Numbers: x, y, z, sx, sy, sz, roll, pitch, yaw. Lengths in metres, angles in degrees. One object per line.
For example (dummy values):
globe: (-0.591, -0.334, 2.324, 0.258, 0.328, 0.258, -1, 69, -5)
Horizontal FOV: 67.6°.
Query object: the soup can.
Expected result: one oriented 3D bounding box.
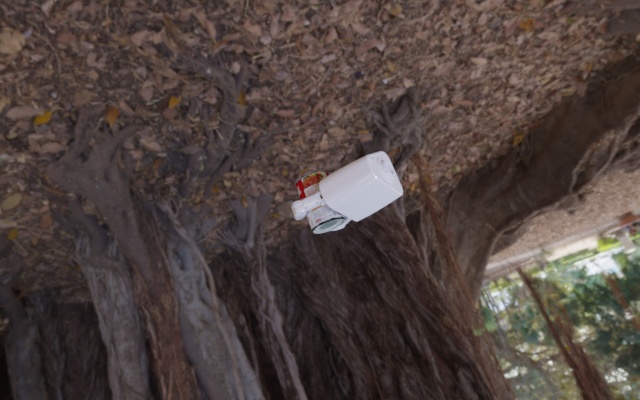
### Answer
soup can: (0.000, 0.003, 0.899, 0.068, 0.102, 0.068, -18, -18, -6)
